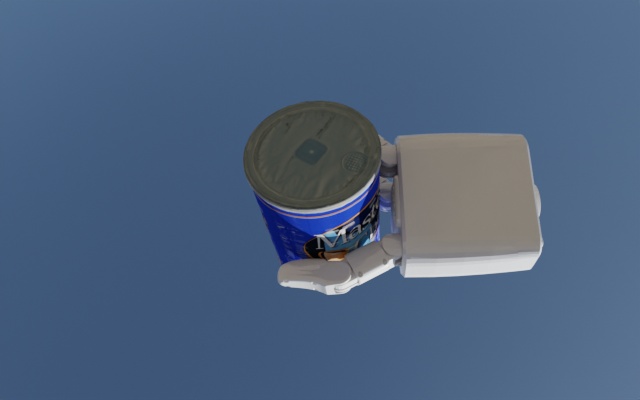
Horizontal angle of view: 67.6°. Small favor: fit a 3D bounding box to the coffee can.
[{"bbox_3d":[0.000,0.001,0.408,0.103,0.102,0.140,0,-33,7],"label":"coffee can"}]
